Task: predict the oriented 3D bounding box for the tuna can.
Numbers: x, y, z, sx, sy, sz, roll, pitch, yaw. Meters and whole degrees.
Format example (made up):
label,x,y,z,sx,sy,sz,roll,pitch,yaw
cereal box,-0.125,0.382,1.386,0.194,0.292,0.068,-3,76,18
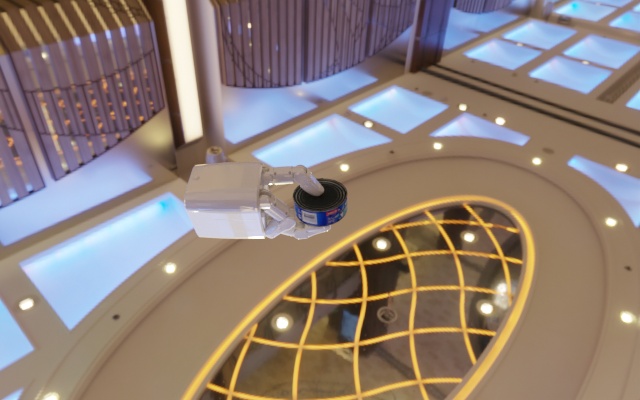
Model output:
label,x,y,z,sx,sy,sz,roll,pitch,yaw
tuna can,0.000,0.003,0.755,0.086,0.034,0.086,-3,38,2
